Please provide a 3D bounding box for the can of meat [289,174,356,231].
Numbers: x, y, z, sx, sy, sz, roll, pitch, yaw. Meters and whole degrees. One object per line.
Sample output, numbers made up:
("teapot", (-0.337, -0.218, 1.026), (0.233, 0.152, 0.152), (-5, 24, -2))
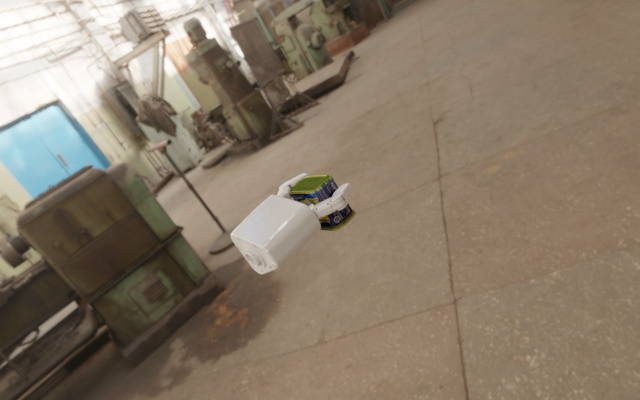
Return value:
("can of meat", (0.000, 0.002, 0.844), (0.057, 0.084, 0.102), (-43, 23, -27))
